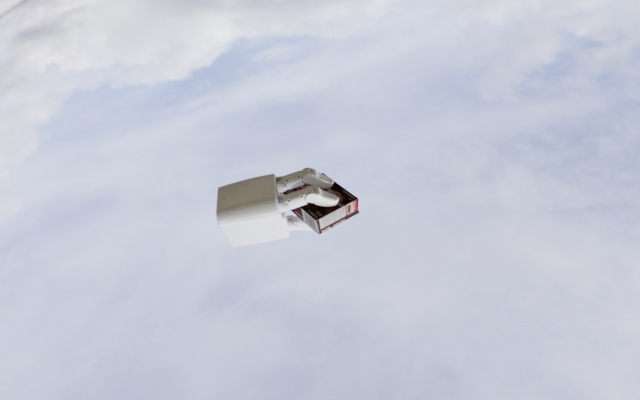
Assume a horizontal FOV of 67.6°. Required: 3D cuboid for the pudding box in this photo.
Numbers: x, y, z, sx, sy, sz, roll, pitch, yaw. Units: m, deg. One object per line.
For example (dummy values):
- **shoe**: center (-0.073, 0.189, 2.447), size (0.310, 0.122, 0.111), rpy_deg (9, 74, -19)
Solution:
- **pudding box**: center (0.000, 0.003, 0.849), size (0.090, 0.039, 0.113), rpy_deg (-28, 43, -23)
